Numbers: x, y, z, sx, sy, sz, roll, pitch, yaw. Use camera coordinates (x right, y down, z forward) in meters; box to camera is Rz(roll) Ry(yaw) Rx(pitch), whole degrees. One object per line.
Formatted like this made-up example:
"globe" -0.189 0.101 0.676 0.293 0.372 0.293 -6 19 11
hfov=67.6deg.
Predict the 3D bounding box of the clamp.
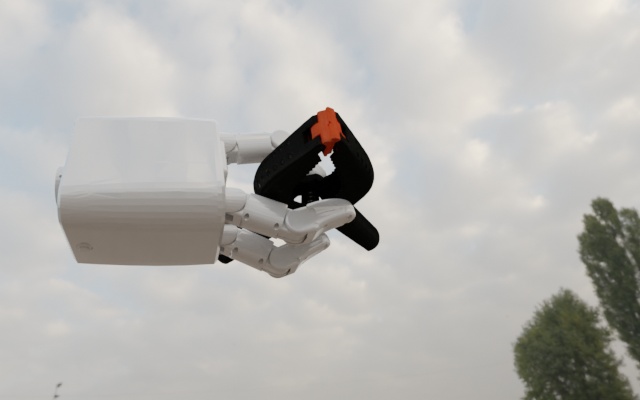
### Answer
"clamp" 0.000 0.000 0.405 0.164 0.036 0.210 -1 -30 -18
